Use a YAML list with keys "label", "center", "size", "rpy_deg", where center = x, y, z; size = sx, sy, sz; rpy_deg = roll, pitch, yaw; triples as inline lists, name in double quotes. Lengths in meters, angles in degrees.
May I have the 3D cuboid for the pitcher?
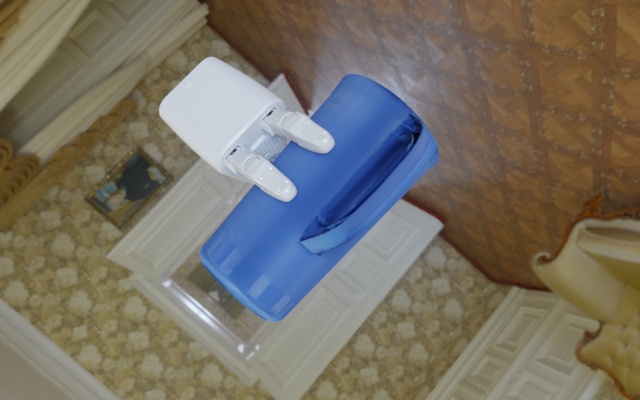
- label: "pitcher"
  center: [0.000, 0.001, 0.479]
  size: [0.145, 0.243, 0.149]
  rpy_deg: [39, -9, 21]
